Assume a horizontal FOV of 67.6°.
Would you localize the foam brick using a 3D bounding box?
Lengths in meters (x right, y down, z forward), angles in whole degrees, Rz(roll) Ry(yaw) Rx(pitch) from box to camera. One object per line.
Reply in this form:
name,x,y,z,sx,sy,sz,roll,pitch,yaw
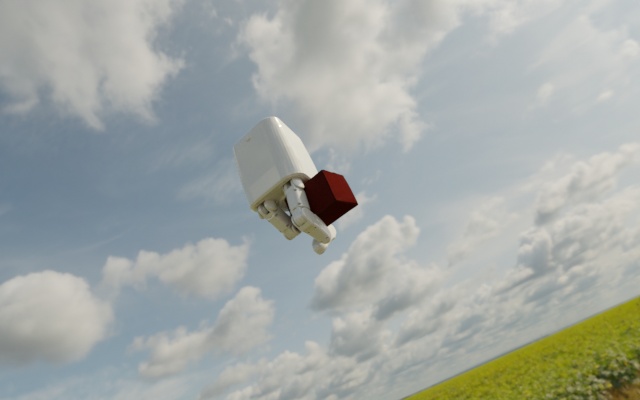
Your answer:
foam brick,0.000,0.002,0.653,0.078,0.051,0.053,-37,-28,28
